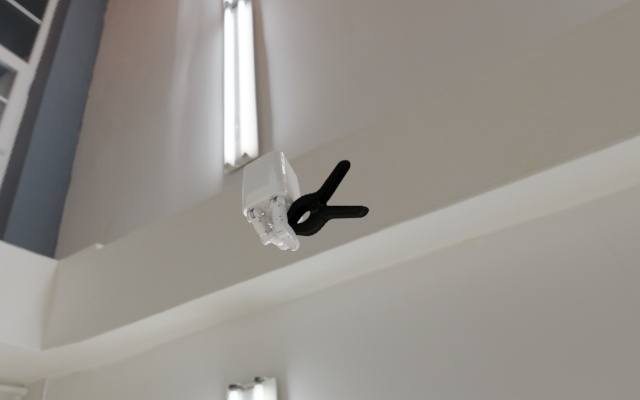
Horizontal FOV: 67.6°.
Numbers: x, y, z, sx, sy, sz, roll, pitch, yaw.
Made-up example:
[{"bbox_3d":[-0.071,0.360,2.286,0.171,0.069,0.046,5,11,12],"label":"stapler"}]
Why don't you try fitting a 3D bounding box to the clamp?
[{"bbox_3d":[0.000,0.003,0.844,0.171,0.120,0.039,-23,-40,21],"label":"clamp"}]
